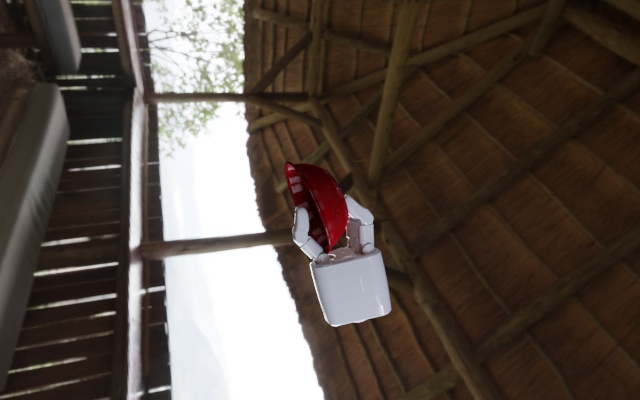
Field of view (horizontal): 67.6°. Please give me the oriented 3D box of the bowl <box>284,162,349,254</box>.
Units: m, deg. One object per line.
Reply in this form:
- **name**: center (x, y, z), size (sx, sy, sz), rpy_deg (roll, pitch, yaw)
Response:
- **bowl**: center (0.000, 0.001, 0.768), size (0.055, 0.162, 0.162), rpy_deg (-25, 6, -13)
